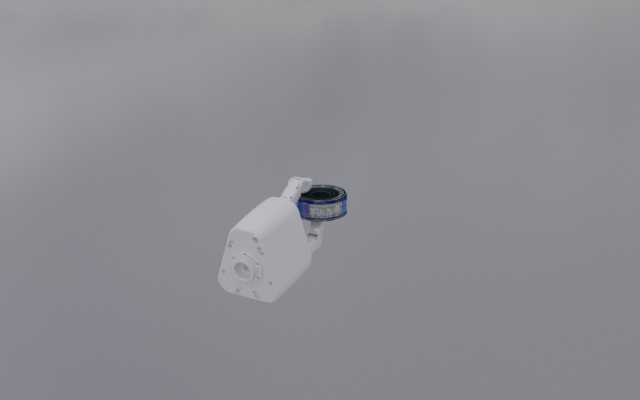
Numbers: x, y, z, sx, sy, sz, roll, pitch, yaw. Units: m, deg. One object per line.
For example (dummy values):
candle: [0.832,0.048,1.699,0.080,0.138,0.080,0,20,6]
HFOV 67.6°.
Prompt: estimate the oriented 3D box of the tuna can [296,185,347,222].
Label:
tuna can: [0.000,0.002,0.760,0.086,0.034,0.086,0,19,0]
